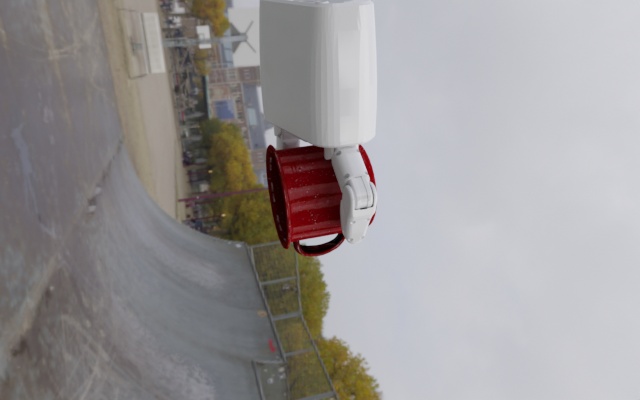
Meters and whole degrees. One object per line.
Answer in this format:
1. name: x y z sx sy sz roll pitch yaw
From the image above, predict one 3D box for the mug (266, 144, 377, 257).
1. mug: 0.000 0.003 0.435 0.081 0.117 0.093 -9 30 -13
